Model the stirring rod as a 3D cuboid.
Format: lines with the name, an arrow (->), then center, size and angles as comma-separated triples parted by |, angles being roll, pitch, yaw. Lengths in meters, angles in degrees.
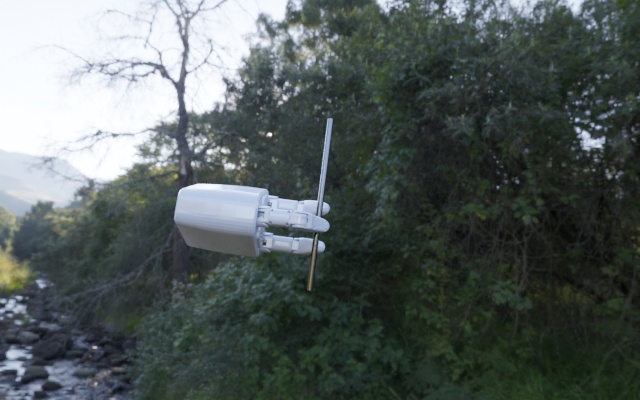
stirring rod -> 0.000, 0.002, 0.657 | 0.011, 0.239, 0.011 | 7, -10, 1
